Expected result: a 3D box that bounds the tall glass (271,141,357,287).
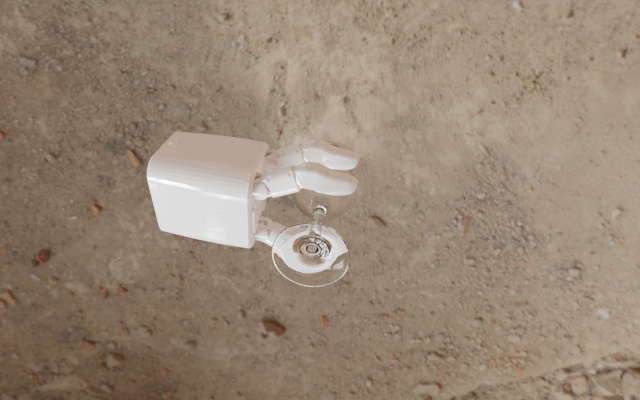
[{"bbox_3d":[0.000,0.002,0.529,0.079,0.079,0.201,0,30,7],"label":"tall glass"}]
